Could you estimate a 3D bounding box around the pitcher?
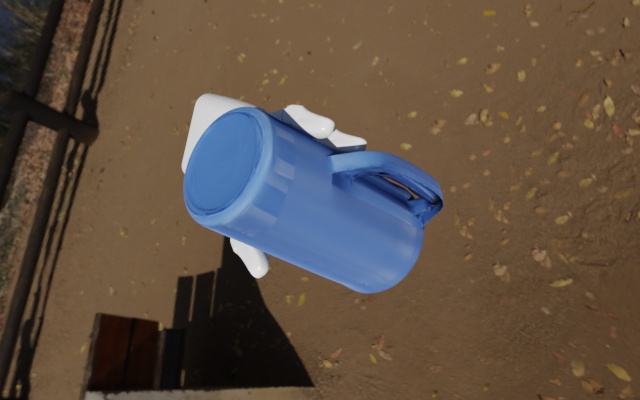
[{"bbox_3d":[0.000,0.002,0.471,0.145,0.149,0.243,29,1,43],"label":"pitcher"}]
